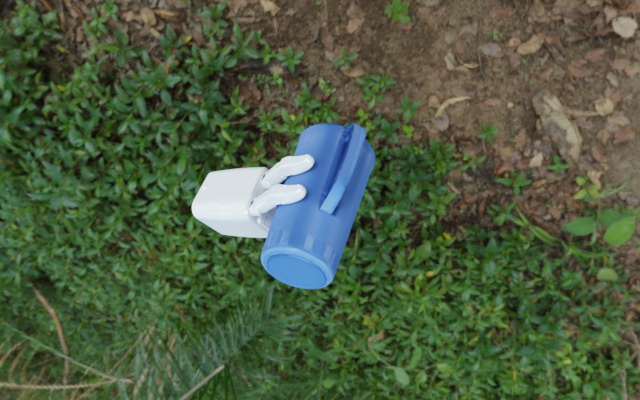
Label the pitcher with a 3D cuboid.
[{"bbox_3d":[0.000,0.002,0.727,0.145,0.242,0.149,0,-39,24],"label":"pitcher"}]
